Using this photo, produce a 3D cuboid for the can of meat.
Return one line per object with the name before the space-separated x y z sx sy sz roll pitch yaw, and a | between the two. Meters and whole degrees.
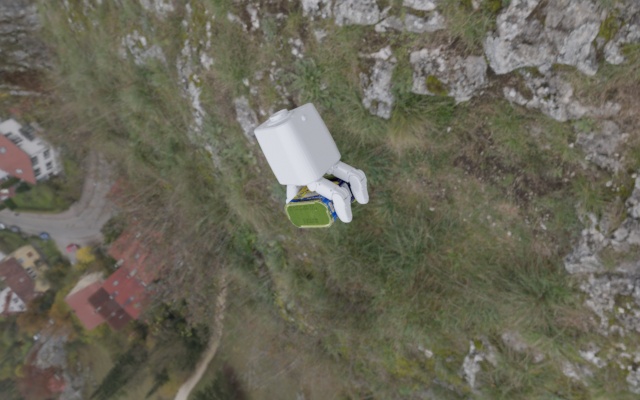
can of meat | 0.000 0.003 0.827 0.102 0.057 0.084 -5 29 41
